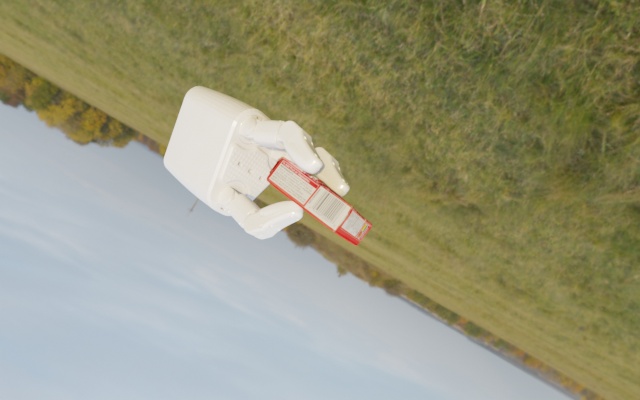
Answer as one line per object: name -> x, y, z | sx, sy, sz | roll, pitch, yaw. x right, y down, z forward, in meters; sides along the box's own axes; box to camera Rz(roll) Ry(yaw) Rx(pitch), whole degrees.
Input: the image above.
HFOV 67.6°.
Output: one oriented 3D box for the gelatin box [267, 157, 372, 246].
gelatin box -> 0.000, 0.002, 0.452 | 0.089, 0.030, 0.073 | 37, -1, 25
